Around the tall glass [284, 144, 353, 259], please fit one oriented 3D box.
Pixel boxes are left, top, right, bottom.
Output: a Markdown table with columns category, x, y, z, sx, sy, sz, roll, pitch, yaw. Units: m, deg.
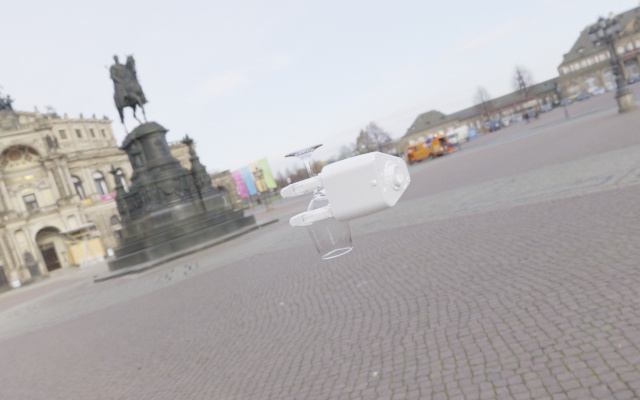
| category | x | y | z | sx | sy | sz | roll | pitch | yaw |
| --- | --- | --- | --- | --- | --- | --- | --- | --- | --- |
| tall glass | 0.000 | 0.002 | 0.874 | 0.079 | 0.201 | 0.079 | -18 | 3 | 1 |
